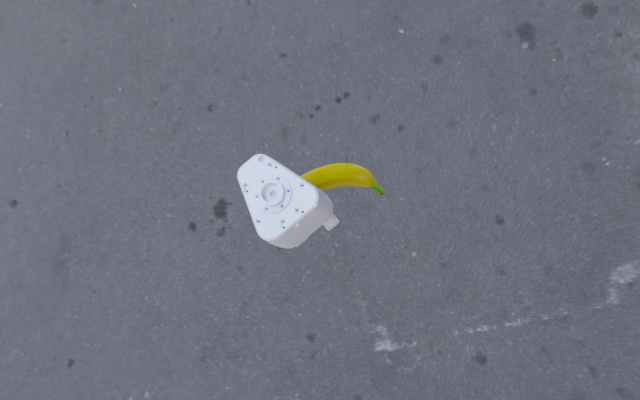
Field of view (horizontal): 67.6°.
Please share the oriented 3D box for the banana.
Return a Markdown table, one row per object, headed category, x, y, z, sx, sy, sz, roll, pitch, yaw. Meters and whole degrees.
| category | x | y | z | sx | sy | sz | roll | pitch | yaw |
| --- | --- | --- | --- | --- | --- | --- | --- | --- | --- |
| banana | -0.002 | -0.016 | 0.751 | 0.198 | 0.069 | 0.037 | -16 | -6 | 2 |
